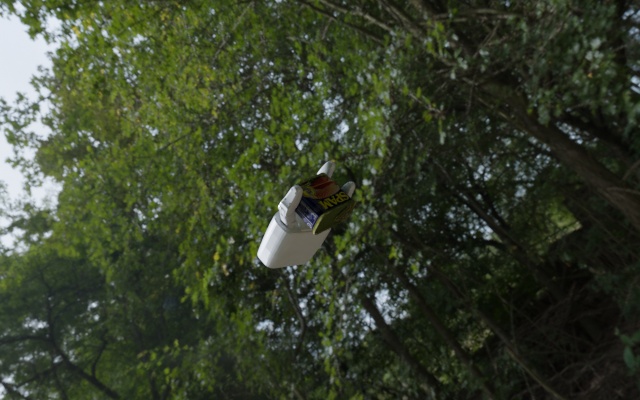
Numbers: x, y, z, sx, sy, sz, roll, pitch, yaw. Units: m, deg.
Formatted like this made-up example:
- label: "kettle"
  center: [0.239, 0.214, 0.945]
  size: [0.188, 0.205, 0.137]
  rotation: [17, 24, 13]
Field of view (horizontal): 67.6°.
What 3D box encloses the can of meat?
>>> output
- label: "can of meat"
  center: [0.000, 0.003, 0.851]
  size: [0.084, 0.057, 0.102]
  rotation: [45, 42, 21]
